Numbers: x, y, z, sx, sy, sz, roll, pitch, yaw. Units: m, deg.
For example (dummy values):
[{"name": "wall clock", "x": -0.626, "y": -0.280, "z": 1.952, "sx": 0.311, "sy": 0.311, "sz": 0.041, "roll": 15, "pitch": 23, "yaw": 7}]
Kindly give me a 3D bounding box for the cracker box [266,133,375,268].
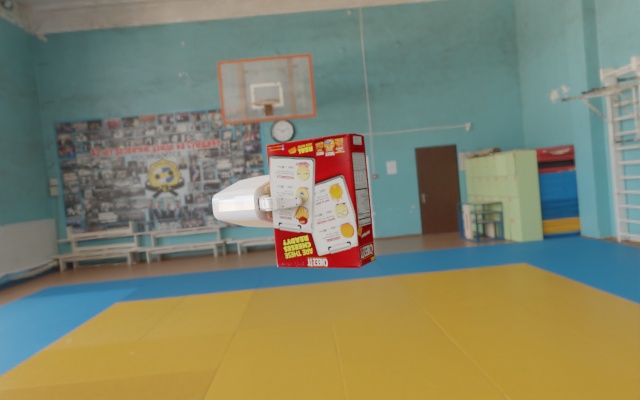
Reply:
[{"name": "cracker box", "x": 0.000, "y": 0.002, "z": 0.809, "sx": 0.164, "sy": 0.214, "sz": 0.072, "roll": -4, "pitch": 3, "yaw": 31}]
